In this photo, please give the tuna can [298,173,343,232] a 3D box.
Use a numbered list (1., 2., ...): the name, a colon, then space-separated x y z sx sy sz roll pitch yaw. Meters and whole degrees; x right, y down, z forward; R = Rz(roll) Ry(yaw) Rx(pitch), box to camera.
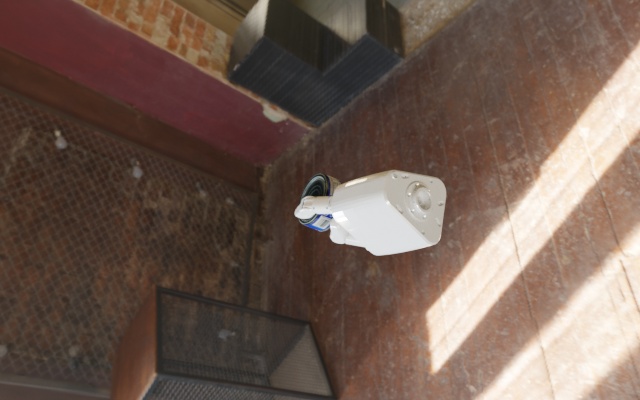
1. tuna can: 0.000 0.002 0.736 0.034 0.086 0.086 21 -10 -27
